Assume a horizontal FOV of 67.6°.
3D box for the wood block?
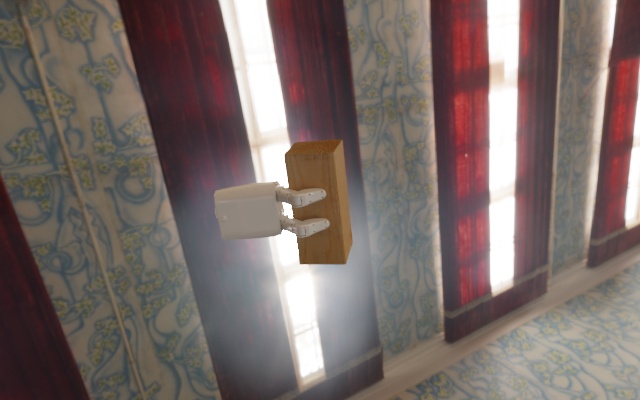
[{"bbox_3d":[0.000,0.003,0.858,0.090,0.206,0.090,-2,21,12],"label":"wood block"}]
